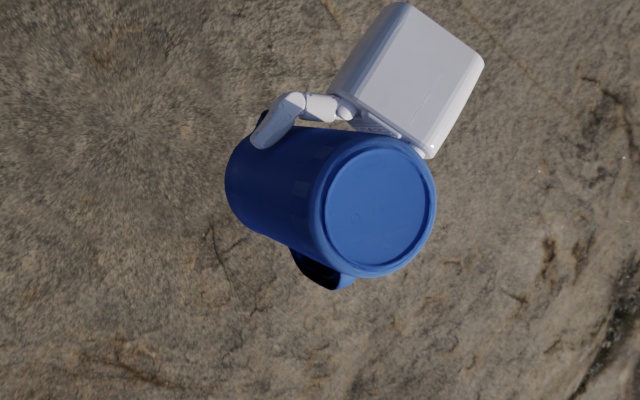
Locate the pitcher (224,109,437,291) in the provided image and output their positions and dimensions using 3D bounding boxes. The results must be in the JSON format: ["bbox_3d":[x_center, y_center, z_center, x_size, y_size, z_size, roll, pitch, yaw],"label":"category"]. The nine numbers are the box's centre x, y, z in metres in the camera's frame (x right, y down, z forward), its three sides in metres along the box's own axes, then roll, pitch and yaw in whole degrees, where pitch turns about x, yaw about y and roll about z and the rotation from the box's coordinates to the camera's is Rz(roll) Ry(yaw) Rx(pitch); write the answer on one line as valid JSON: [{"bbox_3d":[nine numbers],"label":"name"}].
[{"bbox_3d":[0.000,0.001,0.455,0.149,0.145,0.243,33,-6,-23],"label":"pitcher"}]
